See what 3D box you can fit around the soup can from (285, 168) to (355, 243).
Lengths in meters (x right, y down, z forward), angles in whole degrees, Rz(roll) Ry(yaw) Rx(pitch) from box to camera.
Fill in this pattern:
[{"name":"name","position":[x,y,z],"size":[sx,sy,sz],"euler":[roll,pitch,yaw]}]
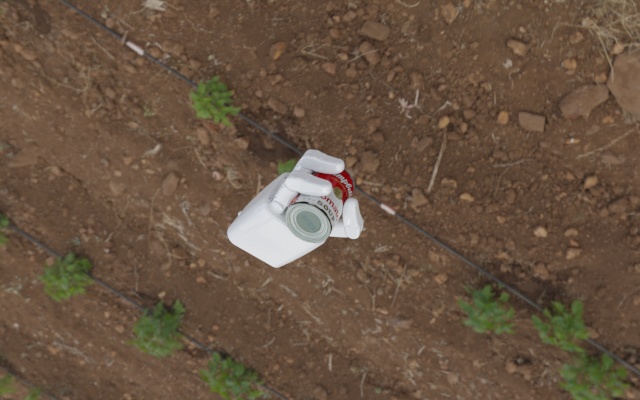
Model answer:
[{"name":"soup can","position":[0.000,0.002,0.660],"size":[0.068,0.068,0.102],"euler":[0,34,25]}]
